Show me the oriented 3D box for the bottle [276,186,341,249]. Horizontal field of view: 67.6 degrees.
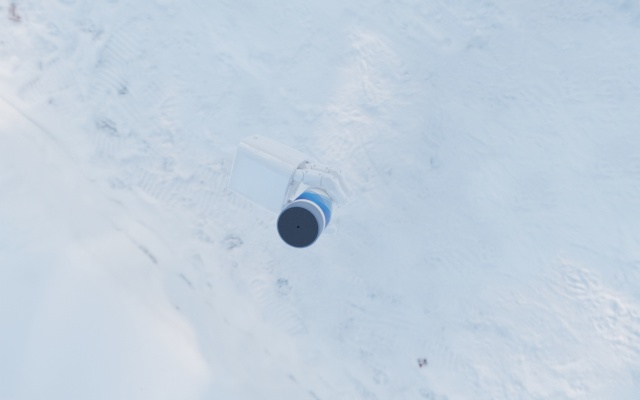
[{"bbox_3d":[0.000,0.003,0.831,0.069,0.069,0.295,0,14,13],"label":"bottle"}]
